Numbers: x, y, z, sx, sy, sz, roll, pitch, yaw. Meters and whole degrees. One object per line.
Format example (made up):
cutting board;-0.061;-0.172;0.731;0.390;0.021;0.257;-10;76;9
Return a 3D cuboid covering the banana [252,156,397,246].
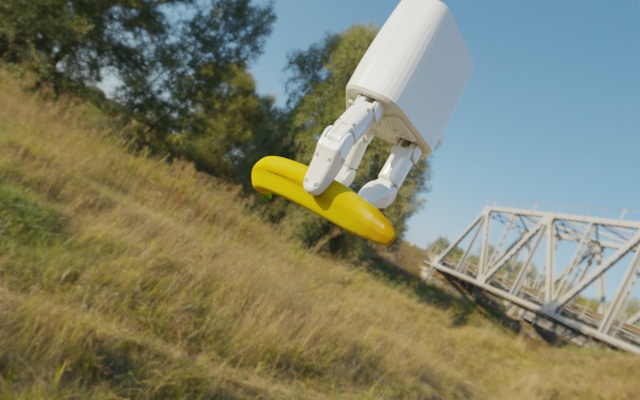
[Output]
banana;-0.013;-0.008;0.451;0.197;0.037;0.070;21;-15;49
